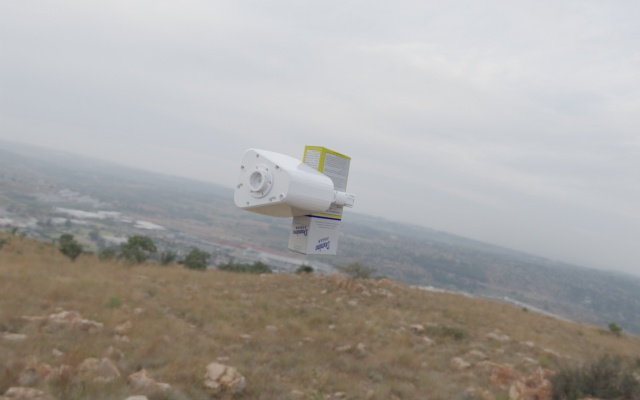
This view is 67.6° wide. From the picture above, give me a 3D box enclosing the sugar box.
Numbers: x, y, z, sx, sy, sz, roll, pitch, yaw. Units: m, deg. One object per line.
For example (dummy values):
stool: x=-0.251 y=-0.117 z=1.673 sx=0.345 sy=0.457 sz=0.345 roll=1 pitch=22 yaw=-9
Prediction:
sugar box: x=0.000 y=0.002 z=0.808 sx=0.048 sy=0.176 sz=0.093 roll=12 pitch=0 yaw=36
